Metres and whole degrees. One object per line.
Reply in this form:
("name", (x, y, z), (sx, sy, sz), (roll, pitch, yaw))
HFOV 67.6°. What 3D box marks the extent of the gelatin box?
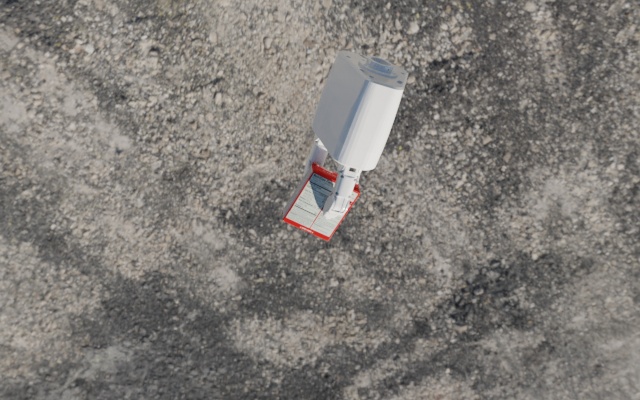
("gelatin box", (0.000, 0.003, 0.647), (0.073, 0.089, 0.030), (25, 23, -18))
